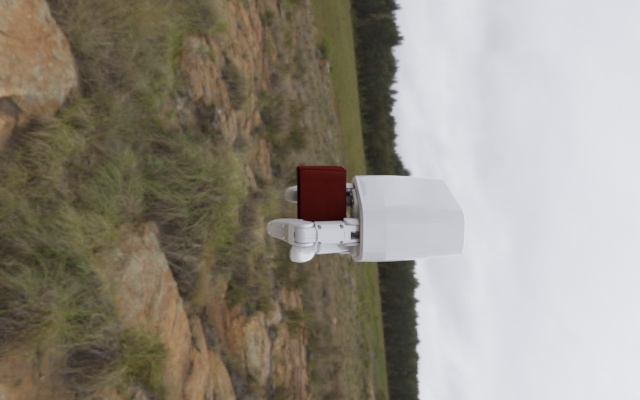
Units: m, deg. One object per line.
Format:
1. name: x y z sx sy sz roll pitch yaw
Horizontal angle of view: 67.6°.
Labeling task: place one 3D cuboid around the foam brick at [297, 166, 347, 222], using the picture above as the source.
1. foam brick: 0.000 0.001 0.515 0.051 0.078 0.053 -1 9 -3
